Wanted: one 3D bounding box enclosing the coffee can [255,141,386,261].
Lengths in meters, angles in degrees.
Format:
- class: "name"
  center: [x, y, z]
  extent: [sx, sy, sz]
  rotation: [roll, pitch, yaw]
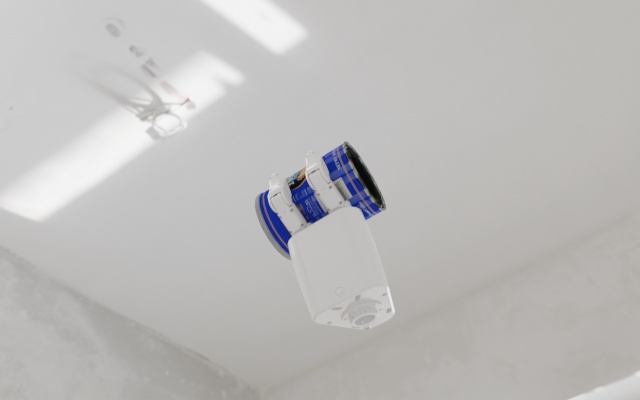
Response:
- class: "coffee can"
  center: [0.000, 0.002, 0.629]
  extent: [0.140, 0.103, 0.103]
  rotation: [-31, -8, 14]
